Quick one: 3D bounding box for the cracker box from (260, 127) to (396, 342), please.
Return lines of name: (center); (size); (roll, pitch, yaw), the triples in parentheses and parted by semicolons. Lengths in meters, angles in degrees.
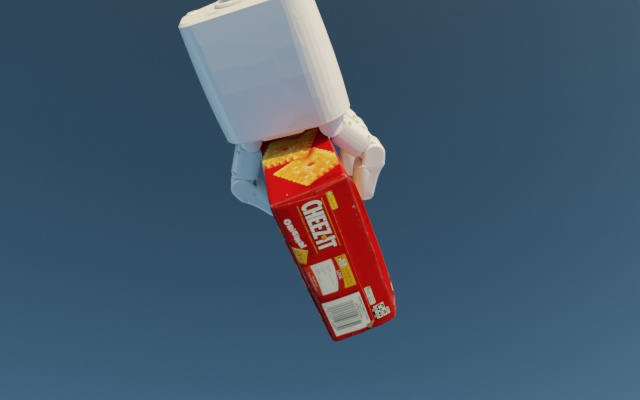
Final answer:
cracker box: (0.000, 0.002, 0.476); (0.072, 0.164, 0.213); (-21, 32, 2)
